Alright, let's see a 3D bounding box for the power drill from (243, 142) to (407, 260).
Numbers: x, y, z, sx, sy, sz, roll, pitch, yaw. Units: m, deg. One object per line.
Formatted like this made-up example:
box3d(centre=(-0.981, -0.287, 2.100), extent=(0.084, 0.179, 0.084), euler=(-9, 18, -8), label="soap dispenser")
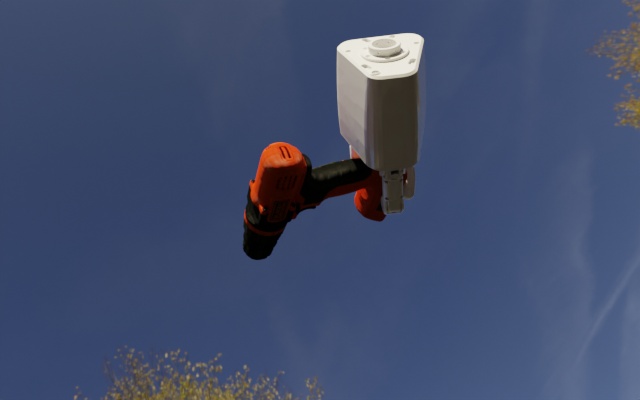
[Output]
box3d(centre=(0.001, 0.002, 0.583), extent=(0.187, 0.057, 0.185), euler=(-10, -35, -27), label="power drill")
